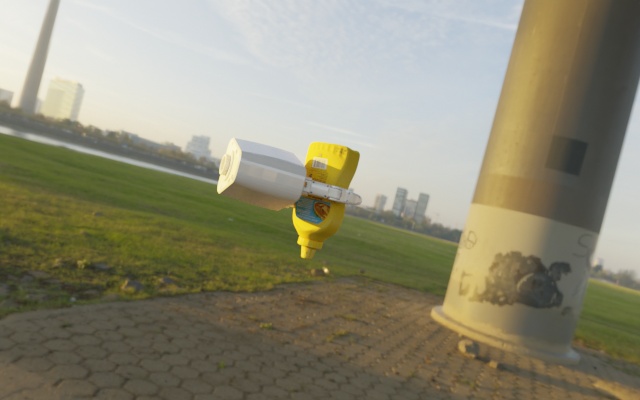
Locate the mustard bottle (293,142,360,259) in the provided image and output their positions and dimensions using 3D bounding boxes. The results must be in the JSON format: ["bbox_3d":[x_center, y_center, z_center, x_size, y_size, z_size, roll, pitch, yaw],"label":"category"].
[{"bbox_3d":[0.000,0.002,0.788,0.096,0.191,0.058,14,-1,43],"label":"mustard bottle"}]
